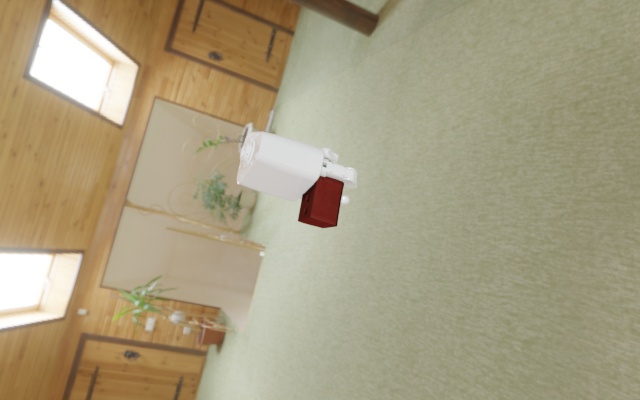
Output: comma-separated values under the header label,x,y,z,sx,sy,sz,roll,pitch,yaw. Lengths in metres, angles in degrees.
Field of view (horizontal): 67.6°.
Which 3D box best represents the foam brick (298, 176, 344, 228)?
label,x,y,z,sx,sy,sz,roll,pitch,yaw
foam brick,0.000,0.003,0.795,0.051,0.078,0.053,16,-16,-24
